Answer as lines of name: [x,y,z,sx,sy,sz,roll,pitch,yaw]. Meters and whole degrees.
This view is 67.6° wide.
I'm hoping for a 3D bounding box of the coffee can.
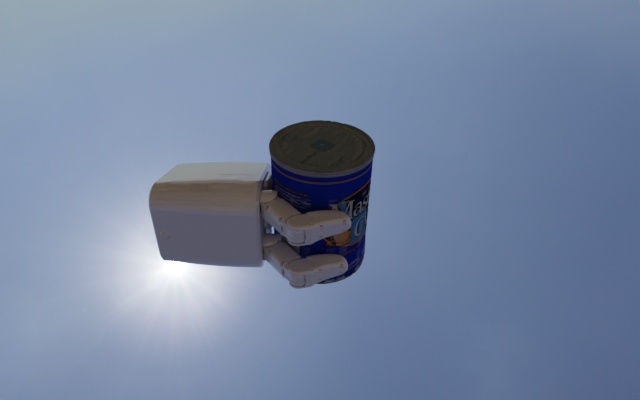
coffee can: [0.000,0.001,0.501,0.103,0.140,0.102,1,36,-1]
